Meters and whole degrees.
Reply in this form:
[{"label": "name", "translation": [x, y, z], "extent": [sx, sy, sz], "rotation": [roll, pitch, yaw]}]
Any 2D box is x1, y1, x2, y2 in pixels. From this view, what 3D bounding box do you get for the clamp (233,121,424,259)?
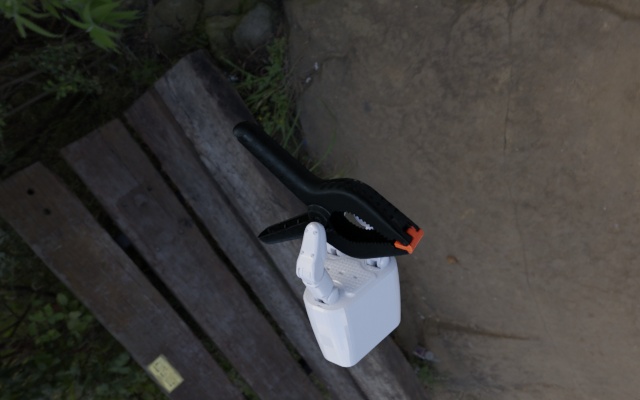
[{"label": "clamp", "translation": [0.000, 0.002, 0.486], "extent": [0.210, 0.165, 0.036], "rotation": [13, 44, 32]}]
